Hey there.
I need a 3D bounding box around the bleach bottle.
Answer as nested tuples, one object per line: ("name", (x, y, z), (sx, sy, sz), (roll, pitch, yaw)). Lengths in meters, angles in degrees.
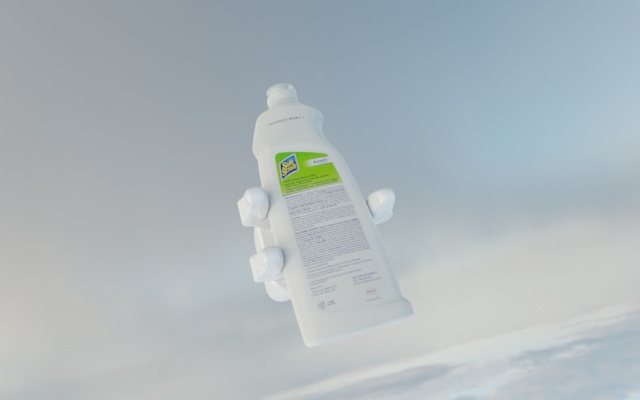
("bleach bottle", (0.000, 0.002, 0.454), (0.102, 0.250, 0.068), (-12, -17, -13))
